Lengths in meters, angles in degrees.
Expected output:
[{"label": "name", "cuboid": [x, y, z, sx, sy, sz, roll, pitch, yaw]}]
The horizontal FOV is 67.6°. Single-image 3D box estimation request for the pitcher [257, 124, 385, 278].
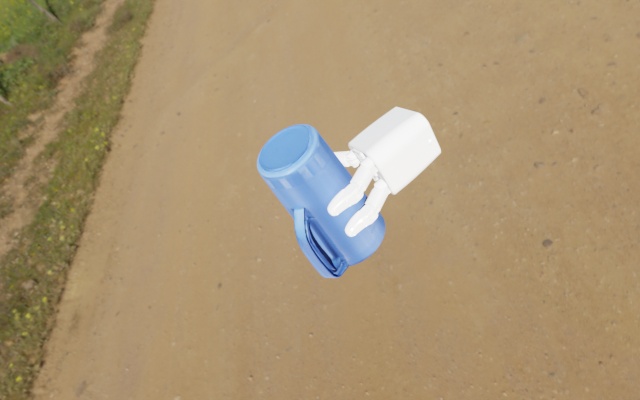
[{"label": "pitcher", "cuboid": [0.000, 0.002, 0.779, 0.243, 0.145, 0.149, 52, 0, -41]}]
